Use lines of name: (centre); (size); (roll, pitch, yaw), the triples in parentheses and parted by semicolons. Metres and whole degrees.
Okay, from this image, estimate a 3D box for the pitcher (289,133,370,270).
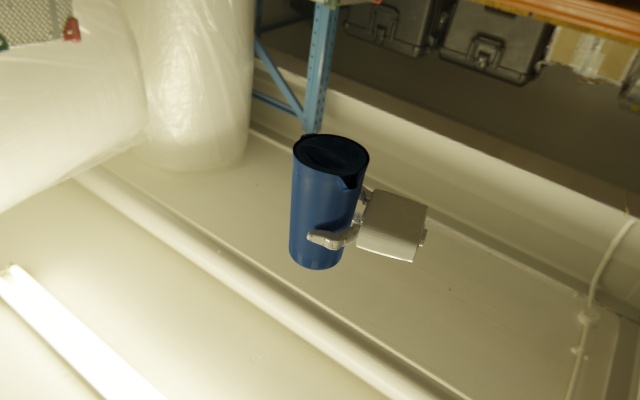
pitcher: (0.000, 0.003, 0.888); (0.145, 0.243, 0.149); (16, 37, 9)
